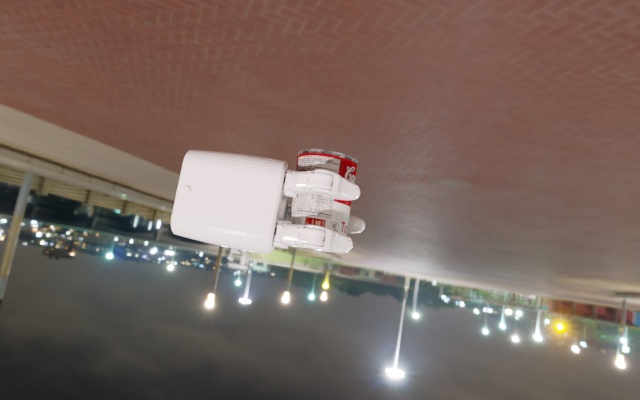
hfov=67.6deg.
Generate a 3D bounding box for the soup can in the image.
[{"bbox_3d":[0.001,0.002,0.525,0.068,0.102,0.068,9,-8,1],"label":"soup can"}]
